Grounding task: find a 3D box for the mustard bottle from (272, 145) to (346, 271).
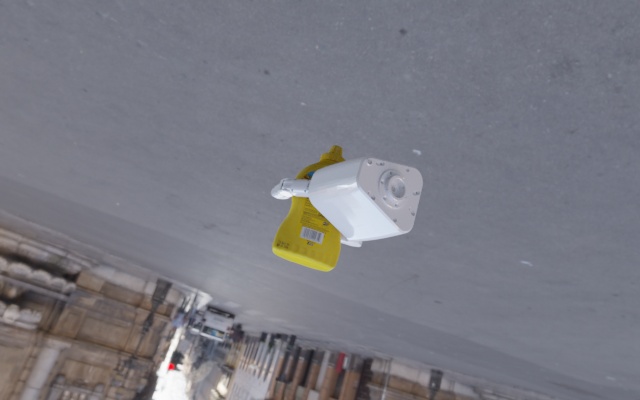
[{"bbox_3d":[0.000,0.003,0.720,0.096,0.191,0.058,19,-20,-5],"label":"mustard bottle"}]
